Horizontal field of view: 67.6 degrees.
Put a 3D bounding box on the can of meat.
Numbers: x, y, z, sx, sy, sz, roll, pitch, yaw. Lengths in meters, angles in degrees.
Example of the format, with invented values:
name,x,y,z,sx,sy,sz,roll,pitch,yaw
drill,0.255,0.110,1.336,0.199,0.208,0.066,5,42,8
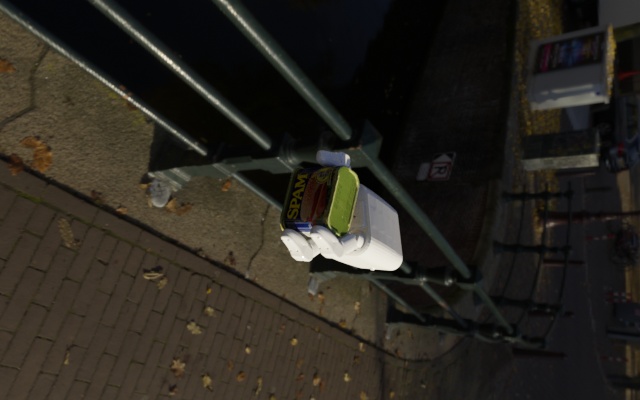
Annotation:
name,x,y,z,sx,sy,sz,roll,pitch,yaw
can of meat,0.000,0.002,0.666,0.084,0.102,0.057,-2,-24,39
